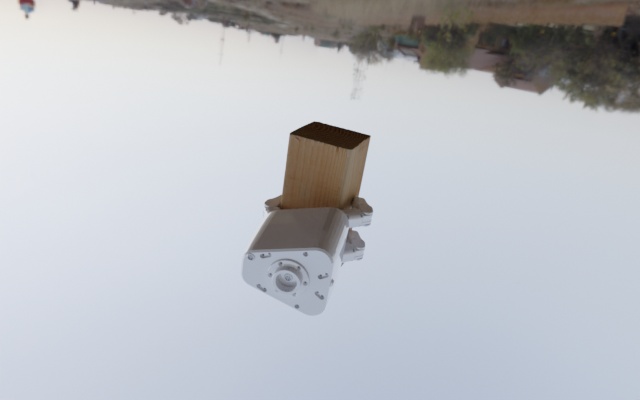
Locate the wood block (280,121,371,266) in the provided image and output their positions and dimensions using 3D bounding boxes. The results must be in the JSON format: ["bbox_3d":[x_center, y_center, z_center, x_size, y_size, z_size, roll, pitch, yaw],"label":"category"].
[{"bbox_3d":[0.000,0.002,0.688,0.091,0.206,0.090,18,26,17],"label":"wood block"}]
